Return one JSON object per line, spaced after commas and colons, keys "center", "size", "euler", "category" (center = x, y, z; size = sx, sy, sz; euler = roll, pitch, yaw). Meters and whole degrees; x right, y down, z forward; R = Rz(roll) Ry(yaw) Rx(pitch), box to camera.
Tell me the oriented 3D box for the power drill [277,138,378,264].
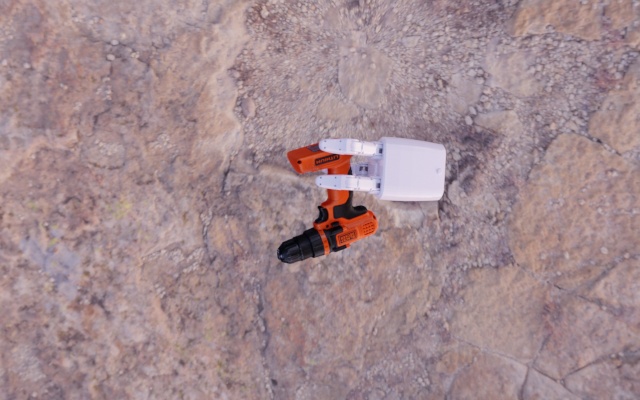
{"center": [0.000, 0.002, 0.788], "size": [0.184, 0.188, 0.057], "euler": [-20, 27, -18], "category": "power drill"}
